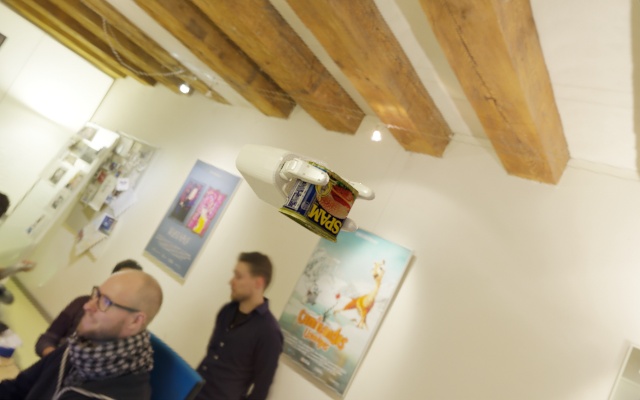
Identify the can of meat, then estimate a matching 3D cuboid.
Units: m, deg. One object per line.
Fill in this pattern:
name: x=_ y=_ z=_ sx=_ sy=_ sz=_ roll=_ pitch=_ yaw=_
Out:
can of meat: x=0.000 y=0.002 z=0.698 sx=0.057 sy=0.084 sz=0.102 roll=18 pitch=-13 yaw=46
